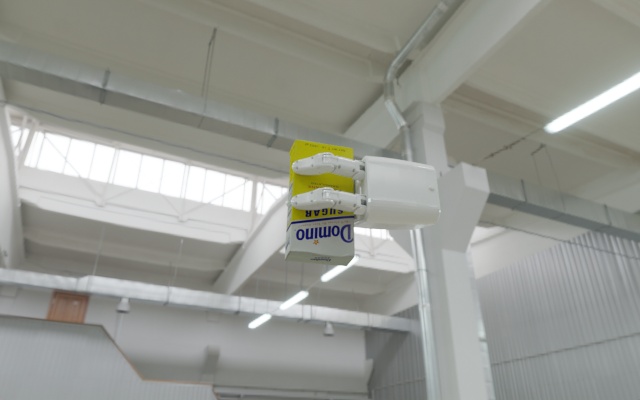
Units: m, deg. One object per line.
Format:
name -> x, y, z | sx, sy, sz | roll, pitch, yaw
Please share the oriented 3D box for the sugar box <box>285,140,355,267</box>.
sugar box -> 0.000, 0.002, 0.686 | 0.093, 0.176, 0.048 | 6, -29, -13
